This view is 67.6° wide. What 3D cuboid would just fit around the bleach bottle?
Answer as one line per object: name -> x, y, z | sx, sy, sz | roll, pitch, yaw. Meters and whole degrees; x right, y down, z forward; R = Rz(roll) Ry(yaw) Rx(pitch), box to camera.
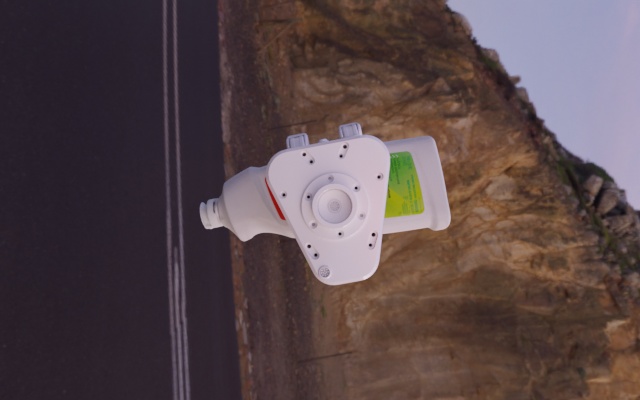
bleach bottle -> 0.000, 0.002, 0.505 | 0.251, 0.102, 0.068 | -11, -5, 3
